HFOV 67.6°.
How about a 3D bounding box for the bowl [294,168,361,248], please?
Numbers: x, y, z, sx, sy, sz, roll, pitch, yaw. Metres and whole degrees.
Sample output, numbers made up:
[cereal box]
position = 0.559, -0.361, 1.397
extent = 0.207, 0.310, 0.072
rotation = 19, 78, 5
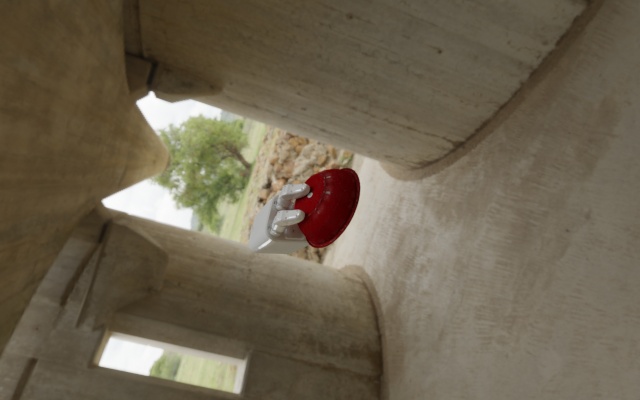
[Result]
[bowl]
position = 0.001, 0.002, 0.871
extent = 0.055, 0.162, 0.162
rotation = 27, -14, -29
